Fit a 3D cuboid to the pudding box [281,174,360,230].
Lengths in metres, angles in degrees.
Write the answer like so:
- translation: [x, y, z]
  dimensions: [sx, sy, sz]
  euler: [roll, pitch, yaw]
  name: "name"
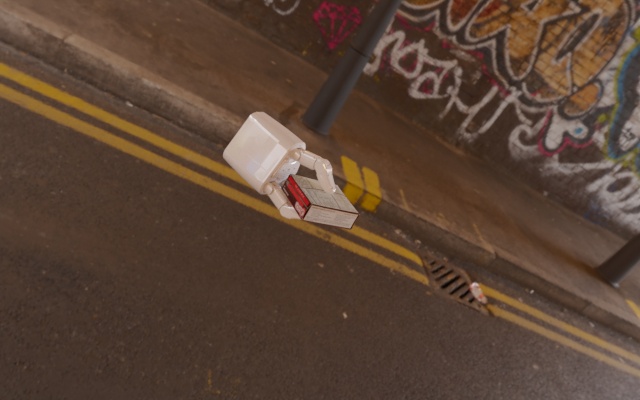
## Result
- translation: [0.000, 0.002, 0.813]
  dimensions: [0.113, 0.039, 0.090]
  euler: [11, 31, -38]
  name: "pudding box"
